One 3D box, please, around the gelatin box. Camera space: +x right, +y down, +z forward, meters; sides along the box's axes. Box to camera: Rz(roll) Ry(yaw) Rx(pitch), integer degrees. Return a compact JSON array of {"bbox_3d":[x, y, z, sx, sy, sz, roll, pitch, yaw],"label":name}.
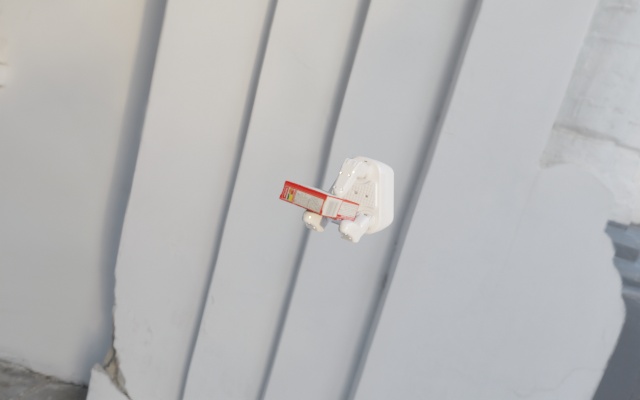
[{"bbox_3d":[0.000,0.002,0.649,0.073,0.030,0.089,21,4,33],"label":"gelatin box"}]
